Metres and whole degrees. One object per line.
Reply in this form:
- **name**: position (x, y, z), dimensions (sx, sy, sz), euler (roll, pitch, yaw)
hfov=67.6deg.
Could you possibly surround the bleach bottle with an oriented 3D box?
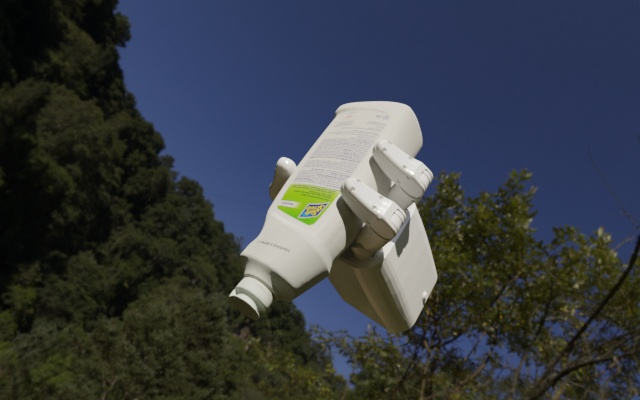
- **bleach bottle**: position (0.000, 0.001, 0.444), dimensions (0.102, 0.068, 0.250), euler (6, 45, 40)
